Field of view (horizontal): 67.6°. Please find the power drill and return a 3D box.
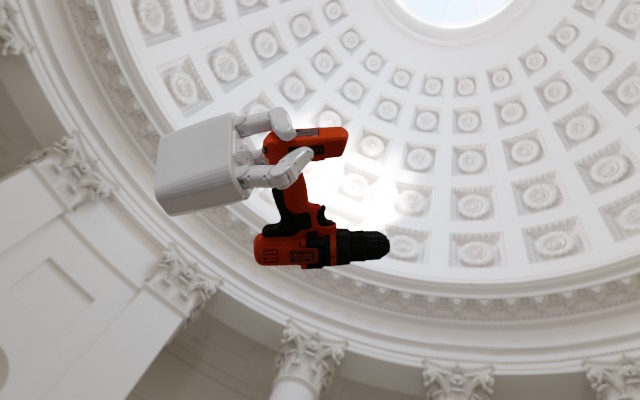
[{"bbox_3d":[0.000,0.002,0.616,0.184,0.188,0.057,-3,23,-2],"label":"power drill"}]
